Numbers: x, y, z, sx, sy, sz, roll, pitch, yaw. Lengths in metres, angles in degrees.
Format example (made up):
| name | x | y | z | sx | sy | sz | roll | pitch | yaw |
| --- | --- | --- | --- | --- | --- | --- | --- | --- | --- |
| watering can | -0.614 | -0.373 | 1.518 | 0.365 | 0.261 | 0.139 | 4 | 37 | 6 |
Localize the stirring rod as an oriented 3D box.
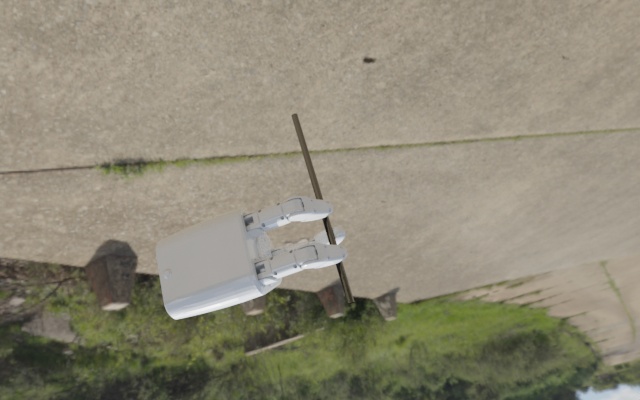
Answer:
| name | x | y | z | sx | sy | sz | roll | pitch | yaw |
| --- | --- | --- | --- | --- | --- | --- | --- | --- | --- |
| stirring rod | 0.000 | 0.002 | 0.552 | 0.011 | 0.239 | 0.011 | -15 | -21 | -6 |
